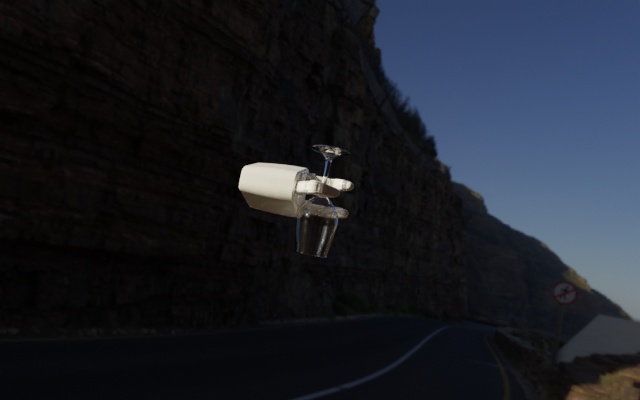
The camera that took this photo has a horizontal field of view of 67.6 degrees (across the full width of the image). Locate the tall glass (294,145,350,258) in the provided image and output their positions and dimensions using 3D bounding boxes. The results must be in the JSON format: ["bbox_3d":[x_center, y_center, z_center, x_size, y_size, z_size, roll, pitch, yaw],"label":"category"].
[{"bbox_3d":[0.000,0.002,0.888,0.079,0.201,0.079,10,-6,1],"label":"tall glass"}]
